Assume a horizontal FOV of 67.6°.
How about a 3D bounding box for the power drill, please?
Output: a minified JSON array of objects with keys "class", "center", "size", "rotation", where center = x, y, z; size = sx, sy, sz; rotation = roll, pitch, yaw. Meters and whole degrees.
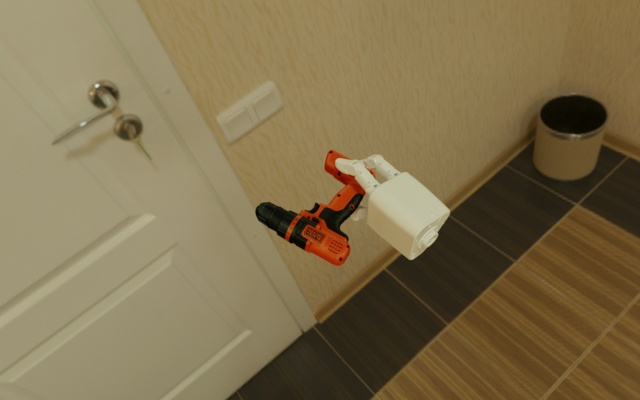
[{"class":"power drill","center":[0.001,0.003,0.861],"size":[0.184,0.187,0.057],"rotation":[29,-19,9]}]
